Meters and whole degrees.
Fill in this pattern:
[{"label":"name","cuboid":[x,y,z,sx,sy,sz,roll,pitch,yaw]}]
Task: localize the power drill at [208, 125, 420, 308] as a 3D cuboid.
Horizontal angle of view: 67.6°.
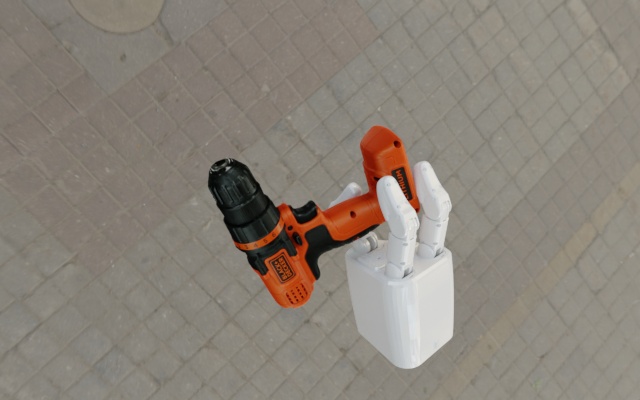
[{"label":"power drill","cuboid":[0.001,0.002,0.479,0.187,0.185,0.057,-30,37,-9]}]
